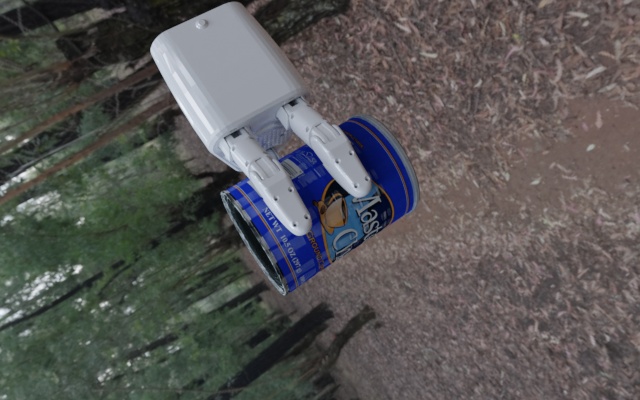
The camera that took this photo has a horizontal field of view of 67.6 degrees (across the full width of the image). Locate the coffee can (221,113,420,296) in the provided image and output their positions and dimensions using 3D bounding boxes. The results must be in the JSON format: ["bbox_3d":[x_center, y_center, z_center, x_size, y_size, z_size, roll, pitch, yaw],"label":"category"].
[{"bbox_3d":[0.000,0.001,0.419,0.140,0.103,0.103,-32,9,-16],"label":"coffee can"}]
